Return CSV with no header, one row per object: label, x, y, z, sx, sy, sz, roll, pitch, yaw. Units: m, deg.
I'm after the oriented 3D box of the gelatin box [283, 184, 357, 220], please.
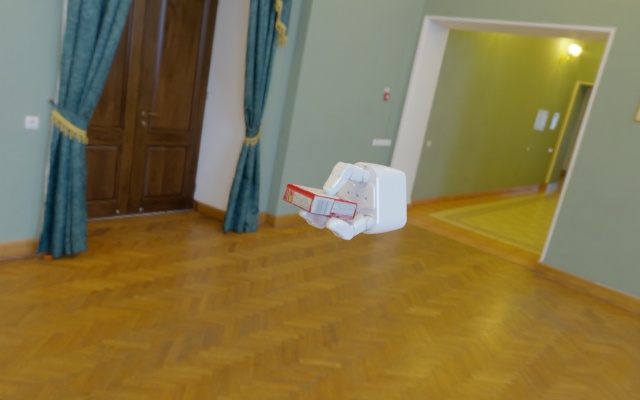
gelatin box,0.000,0.002,0.724,0.089,0.030,0.073,11,9,-40
